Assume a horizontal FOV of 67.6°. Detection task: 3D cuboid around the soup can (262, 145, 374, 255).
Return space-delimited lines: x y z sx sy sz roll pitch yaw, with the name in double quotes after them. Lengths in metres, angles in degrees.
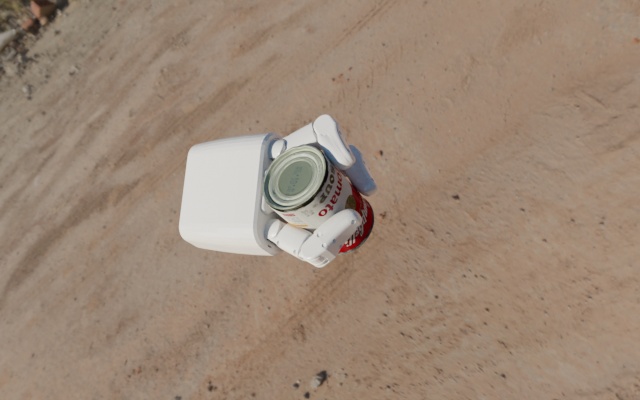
0.000 0.001 0.450 0.068 0.068 0.102 0 -27 32 "soup can"
